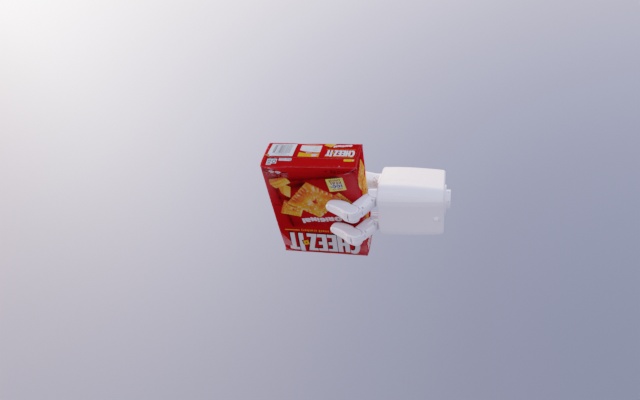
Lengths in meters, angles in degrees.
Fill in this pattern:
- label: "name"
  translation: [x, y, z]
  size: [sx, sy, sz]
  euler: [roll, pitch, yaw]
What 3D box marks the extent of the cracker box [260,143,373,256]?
- label: "cracker box"
  translation: [0.000, 0.002, 0.837]
  size: [0.164, 0.214, 0.072]
  euler: [3, 44, 15]
